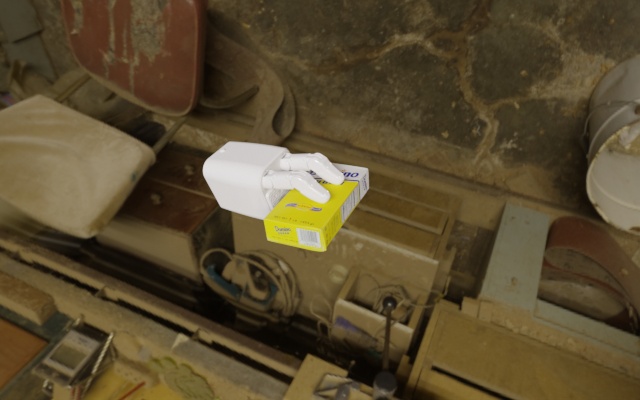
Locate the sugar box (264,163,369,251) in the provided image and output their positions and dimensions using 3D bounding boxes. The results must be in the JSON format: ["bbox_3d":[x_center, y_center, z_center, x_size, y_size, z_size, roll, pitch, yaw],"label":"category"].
[{"bbox_3d":[0.000,0.002,0.717,0.093,0.048,0.176,10,38,23],"label":"sugar box"}]
